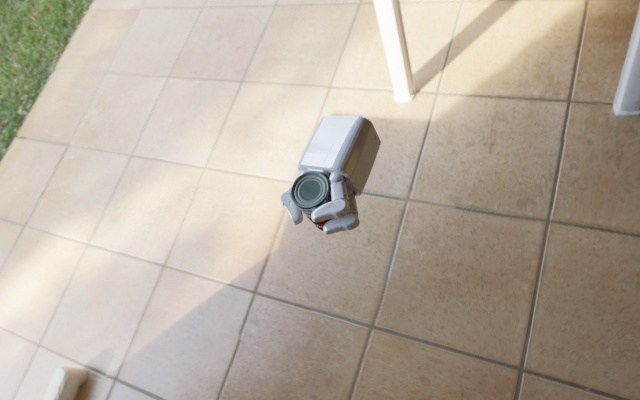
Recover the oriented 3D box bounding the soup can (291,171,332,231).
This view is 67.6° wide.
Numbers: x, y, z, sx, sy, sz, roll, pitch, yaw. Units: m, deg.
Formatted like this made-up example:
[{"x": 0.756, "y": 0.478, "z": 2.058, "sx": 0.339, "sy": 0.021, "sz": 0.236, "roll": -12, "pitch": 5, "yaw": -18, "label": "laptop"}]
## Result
[{"x": 0.000, "y": 0.003, "z": 0.793, "sx": 0.068, "sy": 0.068, "sz": 0.102, "roll": 0, "pitch": -24, "yaw": 22, "label": "soup can"}]
